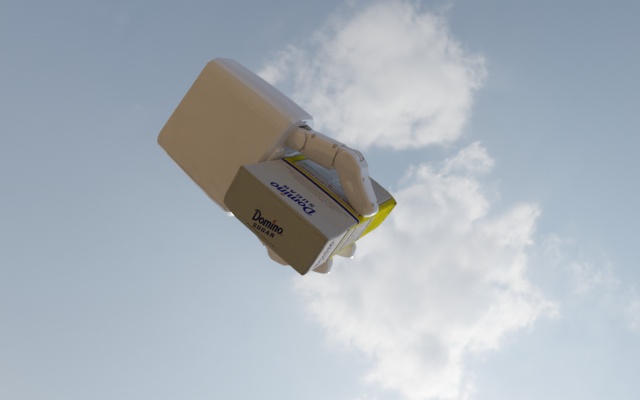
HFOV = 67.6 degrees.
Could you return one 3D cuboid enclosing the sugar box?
[{"bbox_3d":[0.000,0.002,0.438,0.093,0.048,0.176,40,26,15],"label":"sugar box"}]
